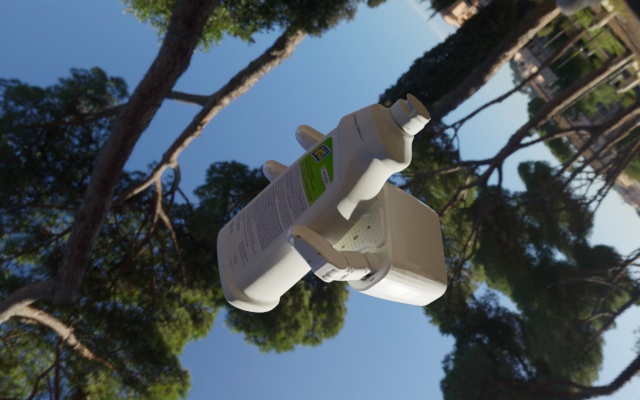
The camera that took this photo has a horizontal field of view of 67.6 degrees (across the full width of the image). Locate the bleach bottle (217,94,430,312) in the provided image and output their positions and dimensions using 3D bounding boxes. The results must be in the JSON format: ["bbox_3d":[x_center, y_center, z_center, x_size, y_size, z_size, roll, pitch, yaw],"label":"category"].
[{"bbox_3d":[0.000,0.001,0.447,0.068,0.102,0.251,21,-51,-40],"label":"bleach bottle"}]
